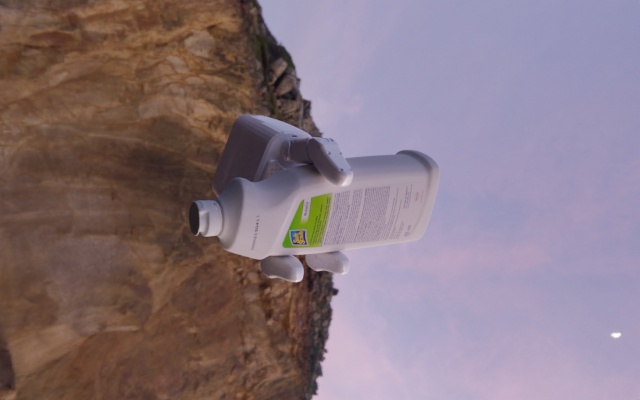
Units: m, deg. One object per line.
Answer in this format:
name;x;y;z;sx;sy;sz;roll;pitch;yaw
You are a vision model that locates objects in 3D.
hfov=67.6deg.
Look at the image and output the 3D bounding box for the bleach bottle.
bleach bottle;0.000;0.002;0.467;0.251;0.102;0.068;-3;22;-33
